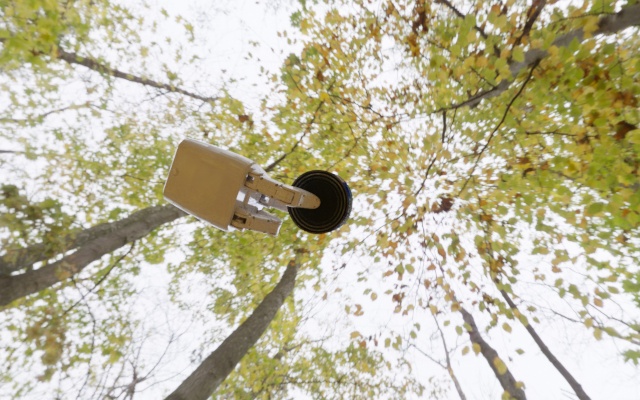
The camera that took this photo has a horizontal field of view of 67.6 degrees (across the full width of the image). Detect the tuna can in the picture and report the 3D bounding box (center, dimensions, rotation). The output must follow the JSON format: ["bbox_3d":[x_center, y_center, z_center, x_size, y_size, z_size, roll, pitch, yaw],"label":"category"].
[{"bbox_3d":[0.000,0.002,0.646,0.086,0.086,0.034,0,0,17],"label":"tuna can"}]
